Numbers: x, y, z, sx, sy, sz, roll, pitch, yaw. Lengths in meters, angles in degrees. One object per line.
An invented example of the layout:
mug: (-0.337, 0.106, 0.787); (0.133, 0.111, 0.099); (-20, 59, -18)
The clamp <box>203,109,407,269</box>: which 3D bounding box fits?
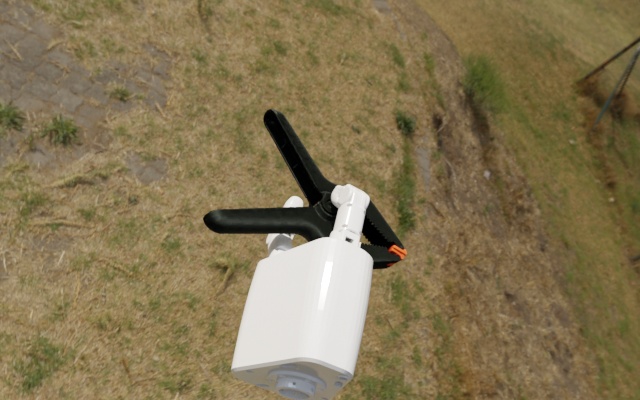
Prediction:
clamp: (0.001, 0.002, 0.498); (0.210, 0.164, 0.036); (27, -38, -17)
